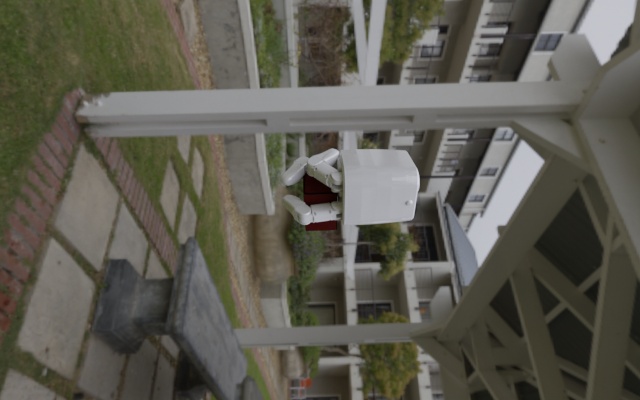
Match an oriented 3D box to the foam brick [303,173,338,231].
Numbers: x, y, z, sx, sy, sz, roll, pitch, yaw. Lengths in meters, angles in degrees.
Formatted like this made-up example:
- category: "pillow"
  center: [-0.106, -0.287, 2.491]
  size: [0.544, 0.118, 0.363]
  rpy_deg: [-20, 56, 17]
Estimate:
- category: "foam brick"
  center: [0.000, 0.003, 0.738]
  size: [0.051, 0.078, 0.053]
  rpy_deg: [-2, 42, -1]
